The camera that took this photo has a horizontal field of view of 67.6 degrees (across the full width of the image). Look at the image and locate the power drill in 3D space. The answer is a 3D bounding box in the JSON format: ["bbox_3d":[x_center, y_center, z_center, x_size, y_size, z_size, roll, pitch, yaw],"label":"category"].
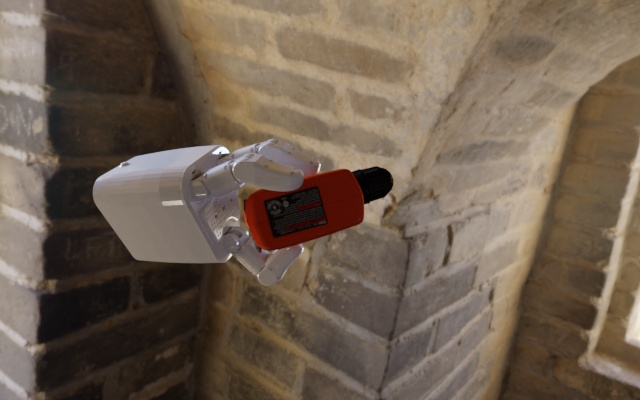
[{"bbox_3d":[0.000,0.002,0.509,0.184,0.057,0.187,-18,1,0],"label":"power drill"}]
